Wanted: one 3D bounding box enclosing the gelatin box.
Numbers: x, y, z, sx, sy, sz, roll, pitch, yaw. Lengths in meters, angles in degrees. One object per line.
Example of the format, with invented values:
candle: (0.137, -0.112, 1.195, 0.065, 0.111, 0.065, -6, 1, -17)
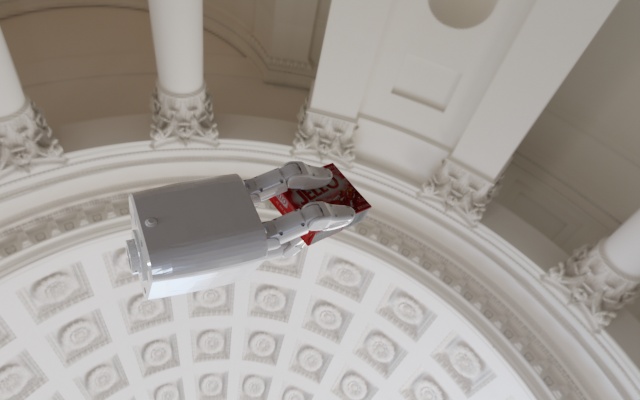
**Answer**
gelatin box: (0.000, 0.002, 0.524, 0.089, 0.073, 0.030, -21, -30, -38)
